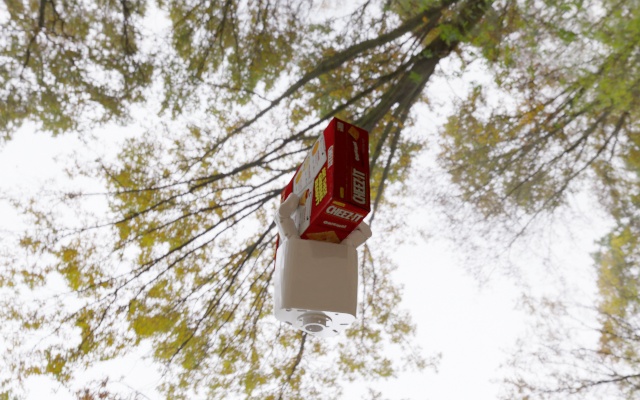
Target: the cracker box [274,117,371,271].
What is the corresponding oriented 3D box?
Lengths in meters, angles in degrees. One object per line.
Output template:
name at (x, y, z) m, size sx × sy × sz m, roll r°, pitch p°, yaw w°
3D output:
cracker box at (0.000, 0.003, 0.759) m, size 0.072 × 0.164 × 0.214 m, roll 18°, pitch -41°, yaw -19°
